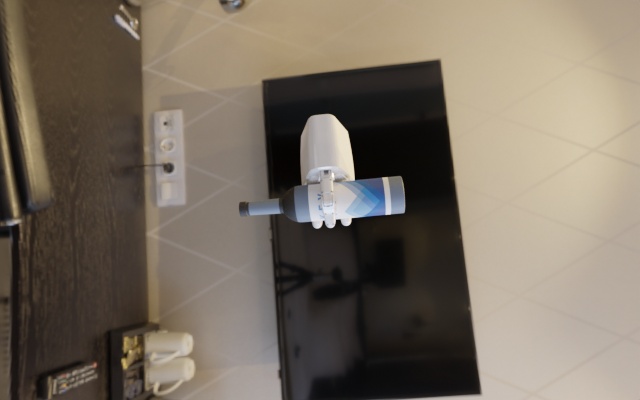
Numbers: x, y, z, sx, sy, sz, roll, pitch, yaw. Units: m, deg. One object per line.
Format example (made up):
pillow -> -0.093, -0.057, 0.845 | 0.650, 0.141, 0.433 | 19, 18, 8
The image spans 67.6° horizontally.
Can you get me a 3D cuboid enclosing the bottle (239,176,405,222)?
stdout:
bottle -> 0.000, 0.003, 0.863 | 0.296, 0.069, 0.069 | -5, 0, 3
